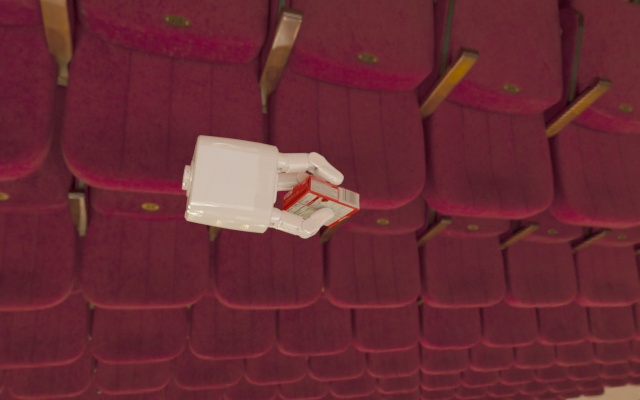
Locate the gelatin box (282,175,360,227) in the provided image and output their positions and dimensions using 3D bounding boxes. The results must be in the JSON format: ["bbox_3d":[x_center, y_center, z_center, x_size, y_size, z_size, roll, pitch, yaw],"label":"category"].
[{"bbox_3d":[0.000,0.003,0.688,0.089,0.030,0.073,20,-34,-27],"label":"gelatin box"}]
